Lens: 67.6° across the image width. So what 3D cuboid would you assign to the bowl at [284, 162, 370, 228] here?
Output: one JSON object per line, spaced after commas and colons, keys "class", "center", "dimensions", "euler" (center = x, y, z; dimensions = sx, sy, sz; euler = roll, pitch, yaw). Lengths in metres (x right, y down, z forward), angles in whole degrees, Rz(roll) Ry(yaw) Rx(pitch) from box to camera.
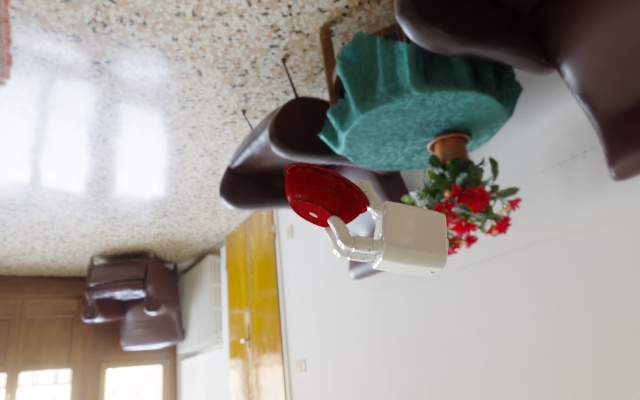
{"class": "bowl", "center": [-0.001, 0.003, 0.823], "dimensions": [0.162, 0.055, 0.162], "euler": [22, -22, 9]}
